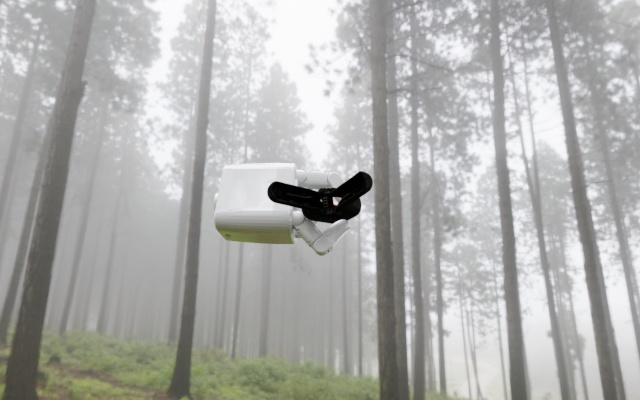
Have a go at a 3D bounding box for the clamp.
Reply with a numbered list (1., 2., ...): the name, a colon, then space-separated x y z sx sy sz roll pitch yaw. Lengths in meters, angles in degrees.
1. clamp: 0.000 0.001 0.605 0.120 0.039 0.171 2 -17 2
